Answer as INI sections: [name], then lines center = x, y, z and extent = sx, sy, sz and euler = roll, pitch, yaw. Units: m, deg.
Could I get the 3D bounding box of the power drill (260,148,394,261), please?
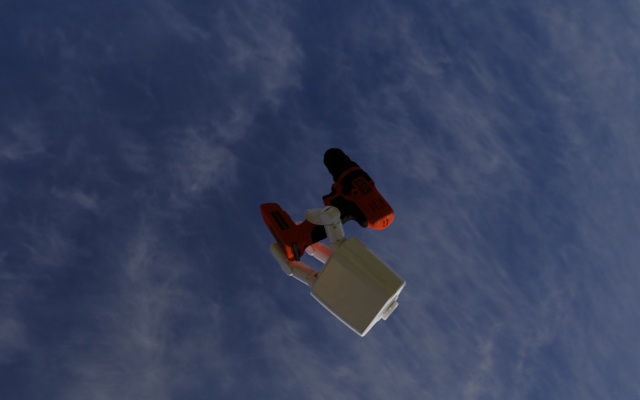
[power drill]
center = 0.000, 0.003, 0.784
extent = 0.187, 0.184, 0.057
euler = -27, -38, -13
